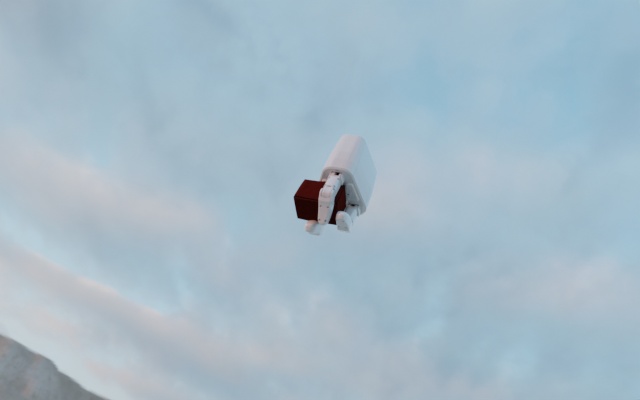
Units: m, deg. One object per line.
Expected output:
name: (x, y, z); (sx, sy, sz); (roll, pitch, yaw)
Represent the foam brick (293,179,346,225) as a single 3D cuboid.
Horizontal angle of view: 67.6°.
foam brick: (0.000, 0.003, 0.831); (0.078, 0.053, 0.051); (10, 44, 16)
